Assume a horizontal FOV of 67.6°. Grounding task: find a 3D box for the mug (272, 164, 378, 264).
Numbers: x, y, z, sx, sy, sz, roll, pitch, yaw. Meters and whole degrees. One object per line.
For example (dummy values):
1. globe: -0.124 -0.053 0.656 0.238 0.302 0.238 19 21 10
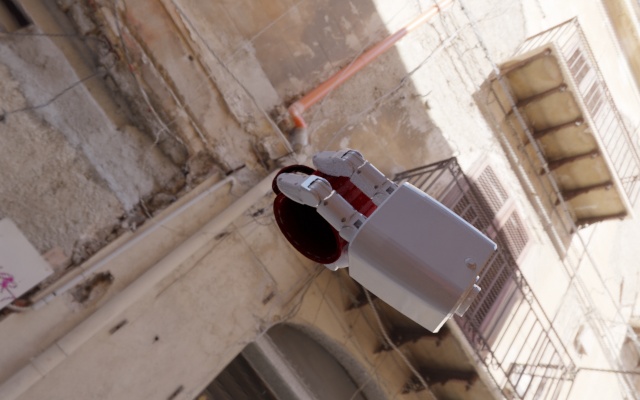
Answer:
1. mug: -0.001 0.001 0.527 0.117 0.093 0.081 37 54 17
